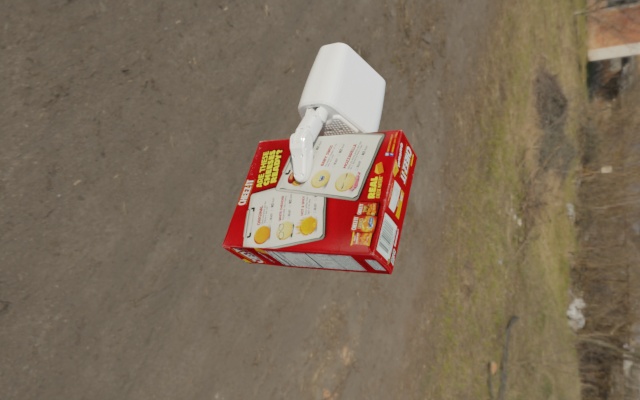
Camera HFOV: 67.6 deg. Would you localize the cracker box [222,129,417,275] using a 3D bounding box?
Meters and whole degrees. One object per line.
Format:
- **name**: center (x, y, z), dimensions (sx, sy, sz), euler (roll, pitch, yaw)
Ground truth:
- **cracker box**: center (0.000, 0.002, 0.603), dimensions (0.213, 0.164, 0.072), euler (-1, -29, 32)
